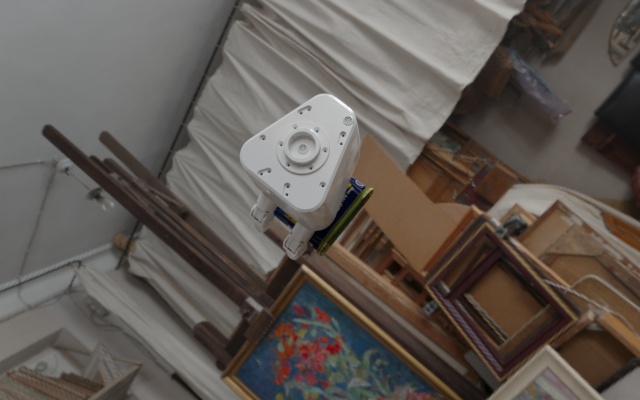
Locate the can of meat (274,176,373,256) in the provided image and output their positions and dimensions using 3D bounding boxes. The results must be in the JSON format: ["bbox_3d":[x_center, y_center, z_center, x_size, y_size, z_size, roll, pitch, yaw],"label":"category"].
[{"bbox_3d":[0.000,0.002,0.582,0.084,0.102,0.057,39,-2,10],"label":"can of meat"}]
